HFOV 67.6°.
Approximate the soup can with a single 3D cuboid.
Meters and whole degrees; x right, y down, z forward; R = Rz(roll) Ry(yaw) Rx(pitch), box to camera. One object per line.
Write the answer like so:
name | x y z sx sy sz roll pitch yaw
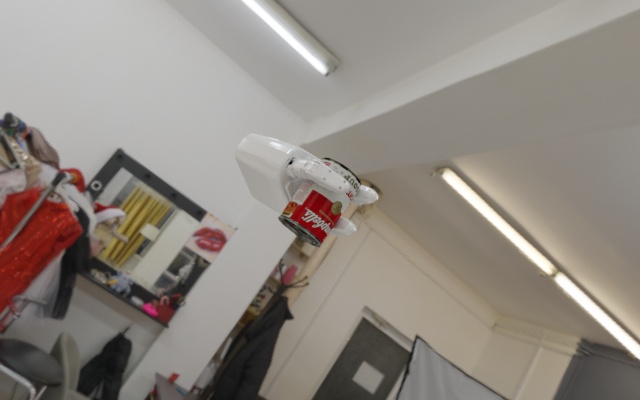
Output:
soup can | 0.001 0.002 0.639 0.068 0.102 0.068 33 -14 10
